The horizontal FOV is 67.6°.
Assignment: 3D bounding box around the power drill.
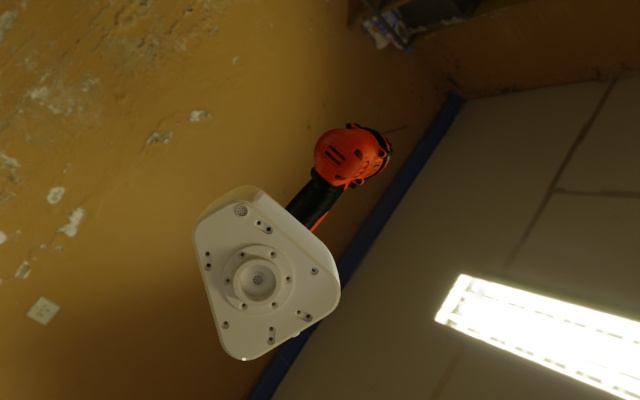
[{"bbox_3d":[0.000,0.002,0.504,0.057,0.188,0.184,41,17,12],"label":"power drill"}]
